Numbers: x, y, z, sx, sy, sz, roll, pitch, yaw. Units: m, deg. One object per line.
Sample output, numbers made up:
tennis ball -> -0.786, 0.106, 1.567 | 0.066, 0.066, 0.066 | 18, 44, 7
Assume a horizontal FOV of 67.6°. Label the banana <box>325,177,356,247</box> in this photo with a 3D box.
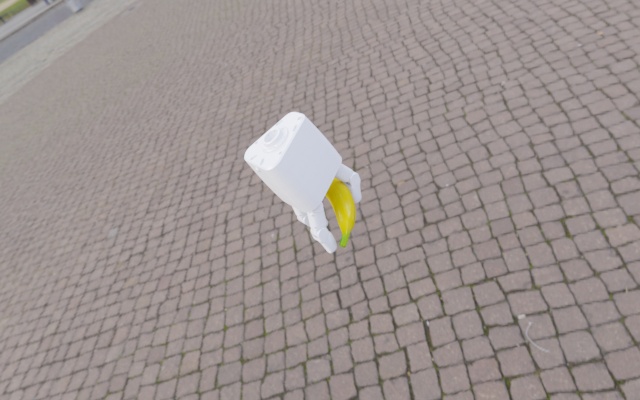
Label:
banana -> 0.014, -0.009, 0.813 | 0.037, 0.069, 0.197 | 33, 16, -39
